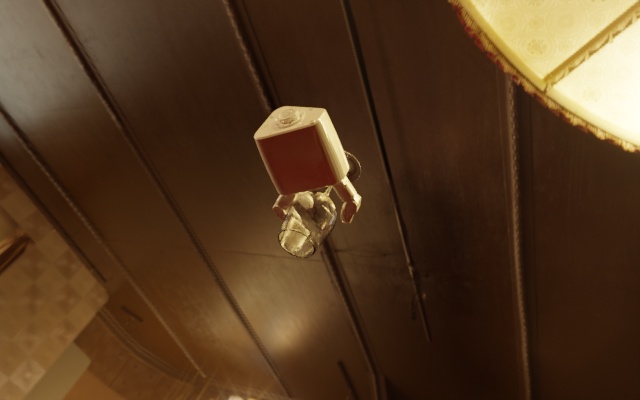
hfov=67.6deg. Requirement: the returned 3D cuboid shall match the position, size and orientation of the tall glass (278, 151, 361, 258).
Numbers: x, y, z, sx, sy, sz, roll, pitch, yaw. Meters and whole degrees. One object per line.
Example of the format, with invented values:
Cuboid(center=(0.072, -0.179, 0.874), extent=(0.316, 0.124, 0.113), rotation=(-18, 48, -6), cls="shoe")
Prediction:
Cuboid(center=(0.000, 0.002, 0.789), extent=(0.079, 0.079, 0.201), rotation=(0, 40, 29), cls="tall glass")
